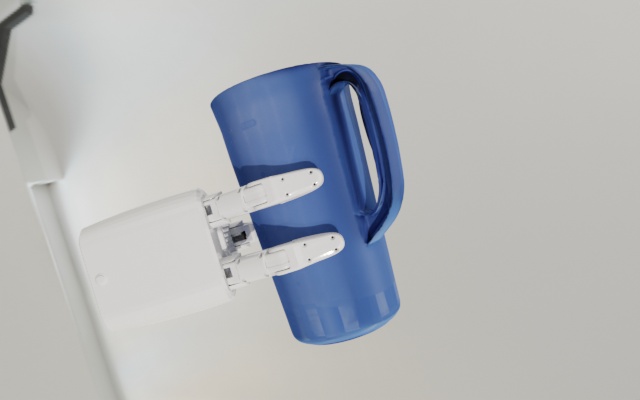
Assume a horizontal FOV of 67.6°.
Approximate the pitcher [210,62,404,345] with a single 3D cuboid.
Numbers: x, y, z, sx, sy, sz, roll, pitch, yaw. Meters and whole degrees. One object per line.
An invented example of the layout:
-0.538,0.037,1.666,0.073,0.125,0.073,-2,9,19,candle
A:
0.000,0.002,0.446,0.145,0.243,0.149,-17,1,-4,pitcher
